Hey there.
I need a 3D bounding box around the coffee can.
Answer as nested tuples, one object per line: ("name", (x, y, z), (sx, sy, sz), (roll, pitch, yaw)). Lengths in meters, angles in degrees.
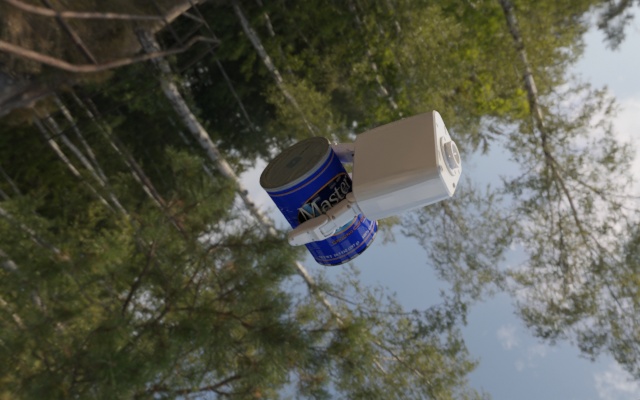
("coffee can", (0.000, 0.002, 0.629), (0.103, 0.140, 0.102), (-25, 29, 15))
